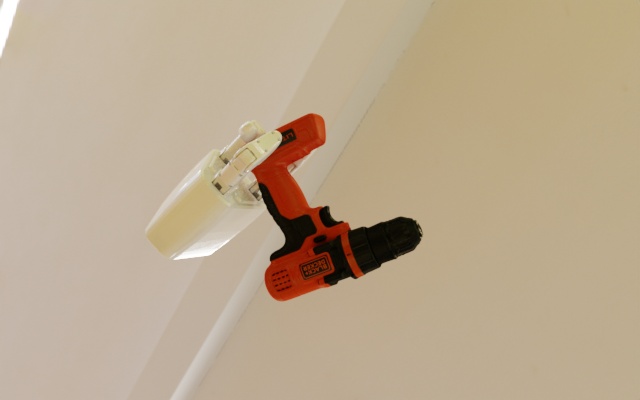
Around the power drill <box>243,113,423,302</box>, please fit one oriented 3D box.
[{"bbox_3d":[0.000,0.001,0.537,0.184,0.187,0.057,-23,-11,11],"label":"power drill"}]
